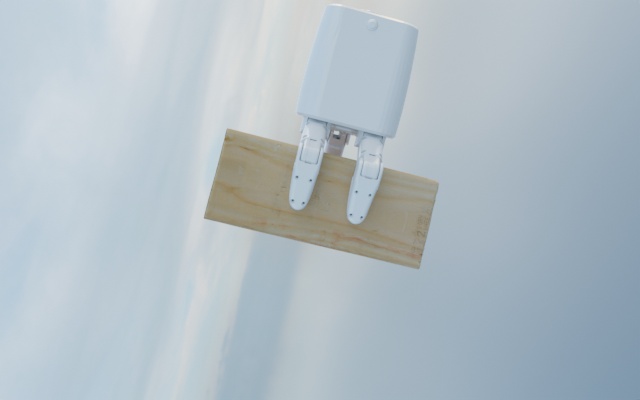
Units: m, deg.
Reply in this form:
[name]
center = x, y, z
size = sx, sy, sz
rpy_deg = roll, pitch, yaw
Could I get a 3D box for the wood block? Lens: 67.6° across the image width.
[wood block]
center = 0.000, 0.001, 0.487
size = 0.206, 0.090, 0.091
rpy_deg = 14, -3, -4
